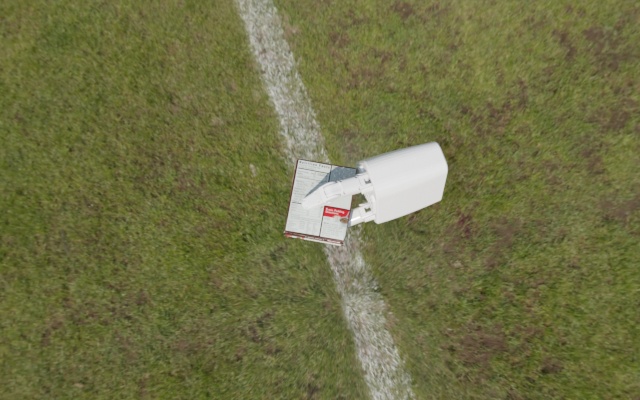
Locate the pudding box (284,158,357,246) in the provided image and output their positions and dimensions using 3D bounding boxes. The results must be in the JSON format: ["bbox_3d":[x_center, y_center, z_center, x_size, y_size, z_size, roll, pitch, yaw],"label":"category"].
[{"bbox_3d":[0.000,0.002,0.685,0.090,0.113,0.039,10,-13,1],"label":"pudding box"}]
